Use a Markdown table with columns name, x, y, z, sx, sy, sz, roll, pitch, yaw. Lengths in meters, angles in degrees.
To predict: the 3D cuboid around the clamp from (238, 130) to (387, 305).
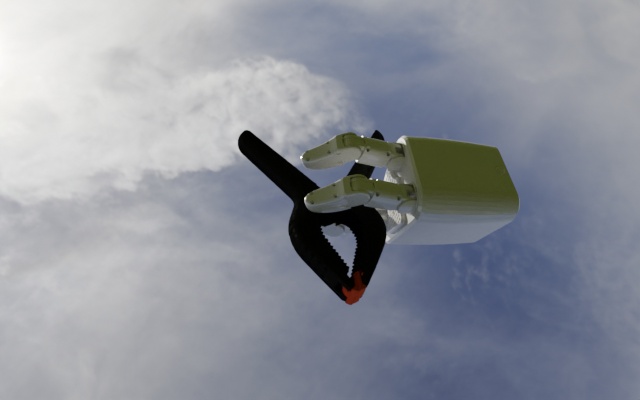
| name | x | y | z | sx | sy | sz | roll | pitch | yaw |
| --- | --- | --- | --- | --- | --- | --- | --- | --- | --- |
| clamp | 0.000 | 0.002 | 0.473 | 0.164 | 0.209 | 0.036 | 2 | -39 | -11 |
